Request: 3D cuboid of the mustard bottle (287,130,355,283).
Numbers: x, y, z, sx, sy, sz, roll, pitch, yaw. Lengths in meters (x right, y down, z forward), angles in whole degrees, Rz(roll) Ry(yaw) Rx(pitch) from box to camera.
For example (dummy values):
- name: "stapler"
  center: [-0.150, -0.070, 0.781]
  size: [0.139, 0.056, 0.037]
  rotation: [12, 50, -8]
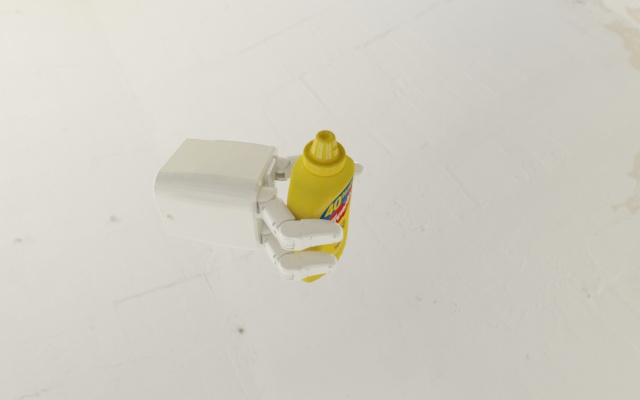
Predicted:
- name: "mustard bottle"
  center: [0.000, 0.002, 0.507]
  size: [0.058, 0.096, 0.192]
  rotation: [27, -36, 18]
